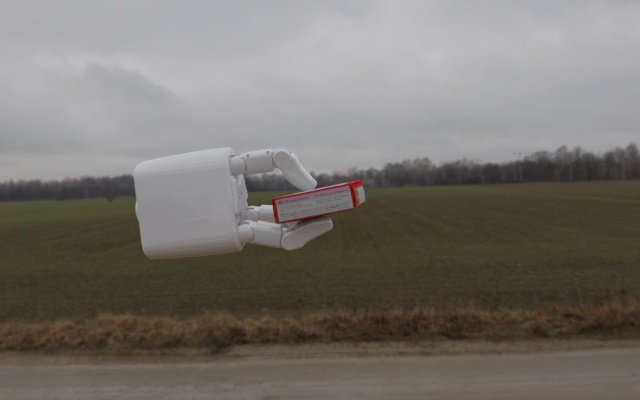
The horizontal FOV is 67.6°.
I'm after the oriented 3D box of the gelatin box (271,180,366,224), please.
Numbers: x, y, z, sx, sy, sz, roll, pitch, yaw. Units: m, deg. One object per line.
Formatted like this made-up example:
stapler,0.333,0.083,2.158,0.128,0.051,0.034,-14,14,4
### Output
gelatin box,0.000,0.001,0.521,0.089,0.030,0.073,-12,1,13
